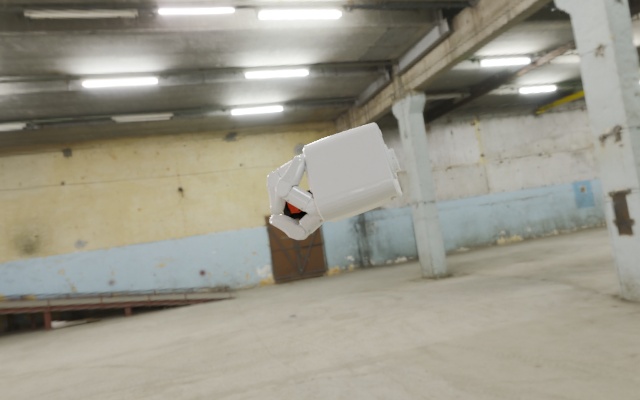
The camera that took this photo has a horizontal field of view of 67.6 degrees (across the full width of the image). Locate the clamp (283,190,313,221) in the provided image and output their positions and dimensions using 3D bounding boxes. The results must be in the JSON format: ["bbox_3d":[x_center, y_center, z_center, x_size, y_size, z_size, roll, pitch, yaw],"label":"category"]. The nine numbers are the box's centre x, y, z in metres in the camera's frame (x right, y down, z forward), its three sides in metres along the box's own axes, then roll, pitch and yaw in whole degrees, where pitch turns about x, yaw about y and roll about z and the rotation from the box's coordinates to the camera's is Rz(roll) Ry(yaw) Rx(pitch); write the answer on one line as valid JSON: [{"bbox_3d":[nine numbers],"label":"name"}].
[{"bbox_3d":[0.000,0.002,0.750,0.120,0.039,0.171,-29,-9,10],"label":"clamp"}]
